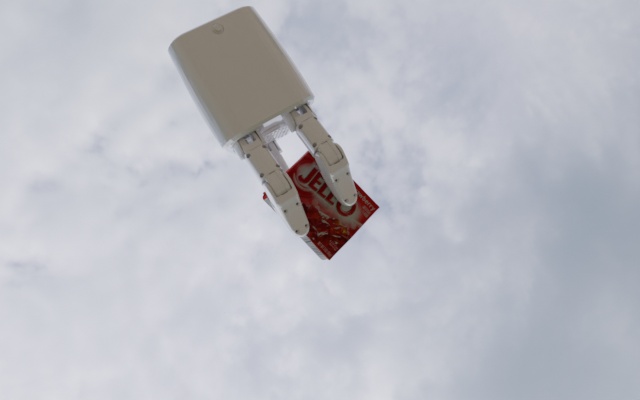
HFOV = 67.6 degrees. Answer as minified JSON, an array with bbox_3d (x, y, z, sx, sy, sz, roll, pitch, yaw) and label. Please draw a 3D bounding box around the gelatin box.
[{"bbox_3d":[0.000,0.002,0.460,0.073,0.089,0.030,-45,6,-15],"label":"gelatin box"}]
